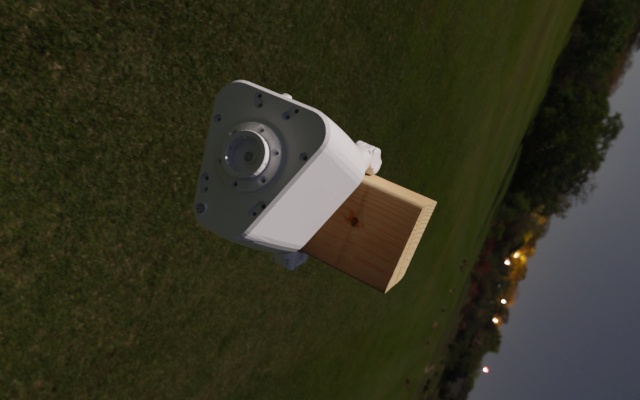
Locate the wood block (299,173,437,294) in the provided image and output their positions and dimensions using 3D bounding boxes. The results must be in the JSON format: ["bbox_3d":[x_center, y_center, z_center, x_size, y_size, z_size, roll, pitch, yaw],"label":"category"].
[{"bbox_3d":[0.000,0.002,0.492,0.206,0.091,0.090,26,11,18],"label":"wood block"}]
